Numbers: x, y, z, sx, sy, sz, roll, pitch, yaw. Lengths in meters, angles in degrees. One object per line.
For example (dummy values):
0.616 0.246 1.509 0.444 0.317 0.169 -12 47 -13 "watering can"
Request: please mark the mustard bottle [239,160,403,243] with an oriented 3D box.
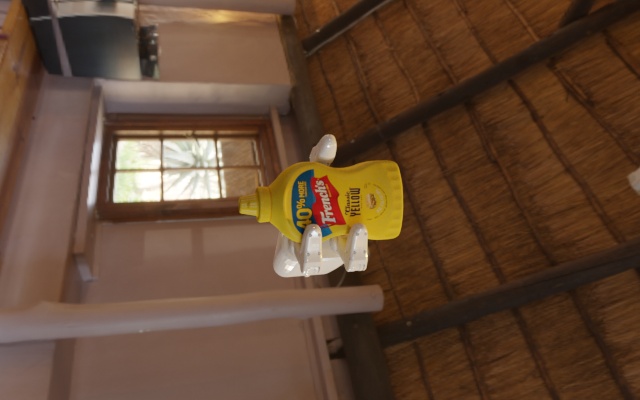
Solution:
0.000 0.002 0.566 0.191 0.096 0.058 -2 4 -16 "mustard bottle"
